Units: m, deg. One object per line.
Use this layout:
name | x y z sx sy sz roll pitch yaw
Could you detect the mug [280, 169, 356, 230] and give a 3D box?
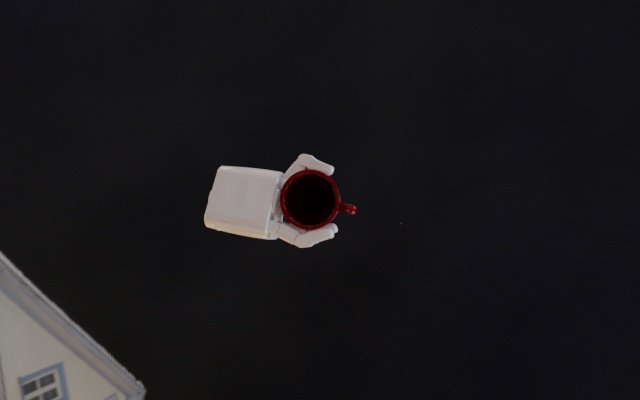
mug | 0.002 0.003 0.765 0.117 0.093 0.081 11 -1 8
